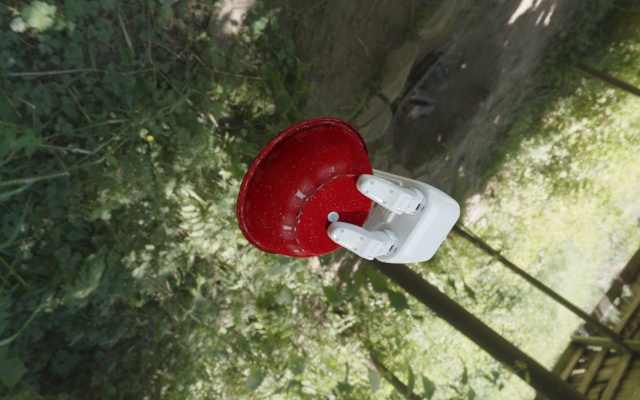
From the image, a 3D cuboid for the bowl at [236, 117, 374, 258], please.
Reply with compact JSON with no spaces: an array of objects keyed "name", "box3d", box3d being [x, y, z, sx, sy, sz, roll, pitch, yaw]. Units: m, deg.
[{"name":"bowl","box3d":[-0.001,0.002,0.479,0.162,0.162,0.055,0,30,-40]}]
